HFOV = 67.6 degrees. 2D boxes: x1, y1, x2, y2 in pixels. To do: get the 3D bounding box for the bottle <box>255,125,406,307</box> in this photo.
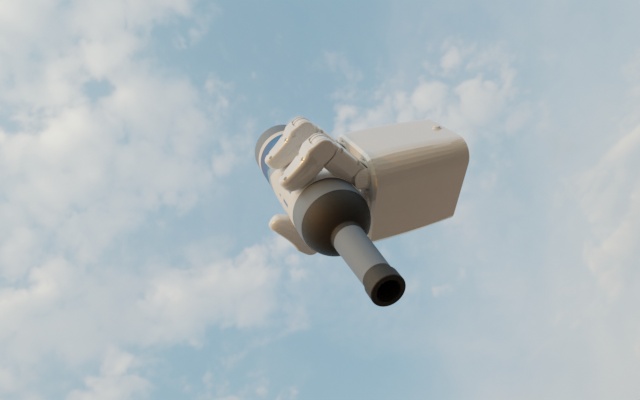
[{"bbox_3d":[0.000,0.001,0.458,0.069,0.069,0.295,0,25,-21],"label":"bottle"}]
